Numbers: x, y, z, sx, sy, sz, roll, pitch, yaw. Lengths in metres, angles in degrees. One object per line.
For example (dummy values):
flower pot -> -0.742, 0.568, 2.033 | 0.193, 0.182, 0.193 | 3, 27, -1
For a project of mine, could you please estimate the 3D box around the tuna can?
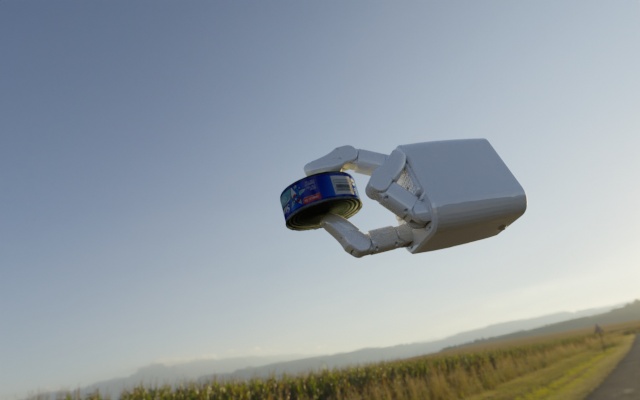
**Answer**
tuna can -> 0.000, 0.001, 0.517 | 0.086, 0.033, 0.086 | -14, -20, -5
